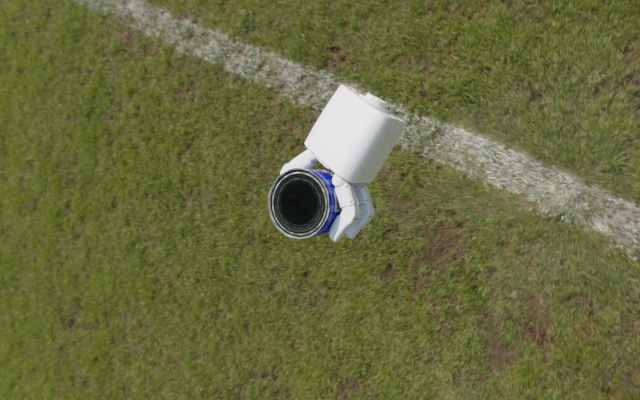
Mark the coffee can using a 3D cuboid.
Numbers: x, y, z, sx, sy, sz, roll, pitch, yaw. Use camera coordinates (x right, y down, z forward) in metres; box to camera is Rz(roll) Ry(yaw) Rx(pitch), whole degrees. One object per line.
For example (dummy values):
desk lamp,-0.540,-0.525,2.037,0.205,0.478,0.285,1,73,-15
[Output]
coffee can,0.000,0.003,0.742,0.103,0.103,0.140,0,2,28
